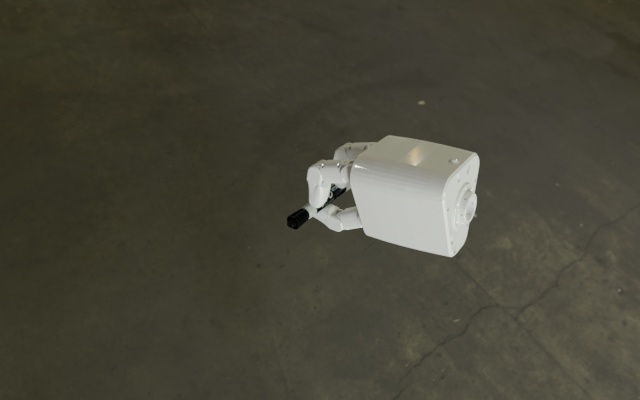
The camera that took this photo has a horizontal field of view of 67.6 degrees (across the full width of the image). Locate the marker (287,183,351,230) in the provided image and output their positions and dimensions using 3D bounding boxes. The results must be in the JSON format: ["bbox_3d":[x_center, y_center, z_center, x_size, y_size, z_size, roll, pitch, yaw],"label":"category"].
[{"bbox_3d":[0.000,0.002,0.597,0.020,0.020,0.121,0,26,41],"label":"marker"}]
